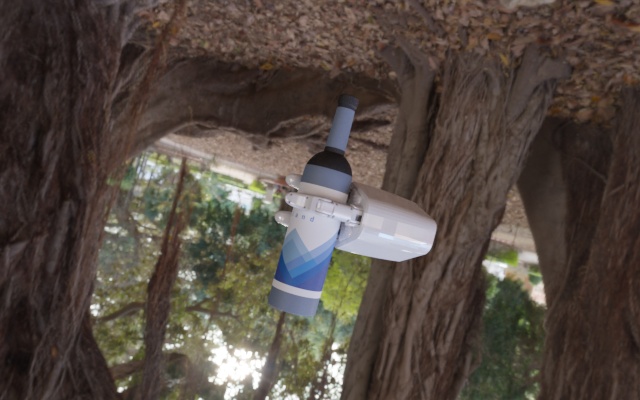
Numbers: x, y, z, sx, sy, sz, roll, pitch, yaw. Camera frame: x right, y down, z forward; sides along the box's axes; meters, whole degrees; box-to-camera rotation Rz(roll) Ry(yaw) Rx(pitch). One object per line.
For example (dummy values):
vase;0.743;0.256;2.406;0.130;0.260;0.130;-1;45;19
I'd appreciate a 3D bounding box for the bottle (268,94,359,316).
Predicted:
bottle;0.000;0.002;0.642;0.069;0.295;0.069;15;-2;1
